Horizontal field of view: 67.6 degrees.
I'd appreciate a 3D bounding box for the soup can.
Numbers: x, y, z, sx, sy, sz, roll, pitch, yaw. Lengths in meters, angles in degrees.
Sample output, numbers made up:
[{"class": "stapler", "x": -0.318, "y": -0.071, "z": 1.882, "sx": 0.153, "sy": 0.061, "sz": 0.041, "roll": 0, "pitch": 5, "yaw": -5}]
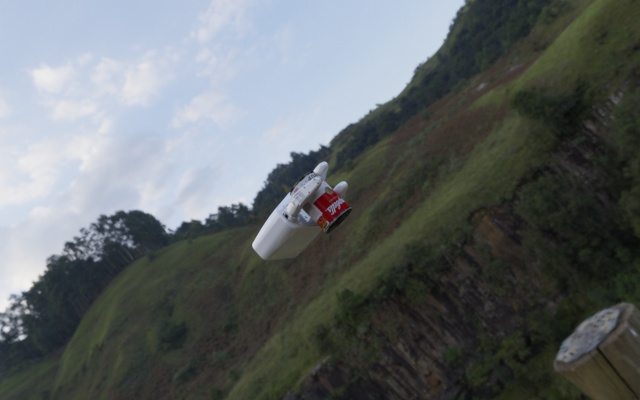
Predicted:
[{"class": "soup can", "x": 0.000, "y": 0.002, "z": 0.898, "sx": 0.068, "sy": 0.102, "sz": 0.068, "roll": -41, "pitch": -13, "yaw": -12}]
